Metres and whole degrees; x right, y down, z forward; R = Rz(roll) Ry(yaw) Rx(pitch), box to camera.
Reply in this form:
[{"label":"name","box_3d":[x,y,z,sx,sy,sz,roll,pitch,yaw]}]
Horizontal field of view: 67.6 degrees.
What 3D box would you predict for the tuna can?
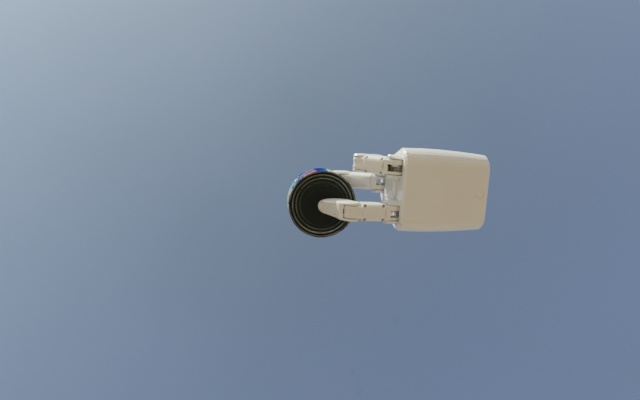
[{"label":"tuna can","box_3d":[0.000,0.002,0.613,0.086,0.086,0.033,0,12,-9]}]
